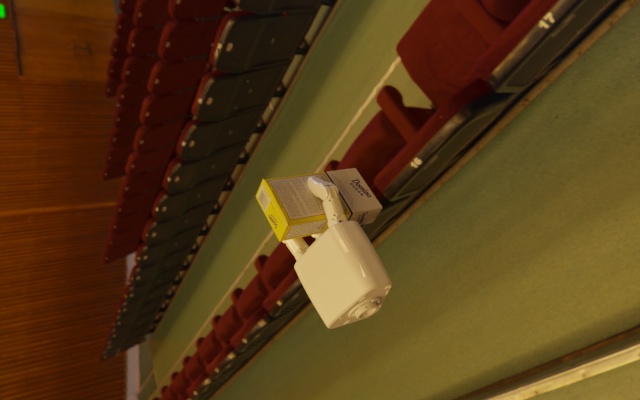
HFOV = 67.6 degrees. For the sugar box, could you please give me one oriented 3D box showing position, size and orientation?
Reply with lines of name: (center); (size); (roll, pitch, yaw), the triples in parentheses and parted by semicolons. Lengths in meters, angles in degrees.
sugar box: (0.000, 0.003, 0.736); (0.176, 0.093, 0.048); (-7, -38, -35)
